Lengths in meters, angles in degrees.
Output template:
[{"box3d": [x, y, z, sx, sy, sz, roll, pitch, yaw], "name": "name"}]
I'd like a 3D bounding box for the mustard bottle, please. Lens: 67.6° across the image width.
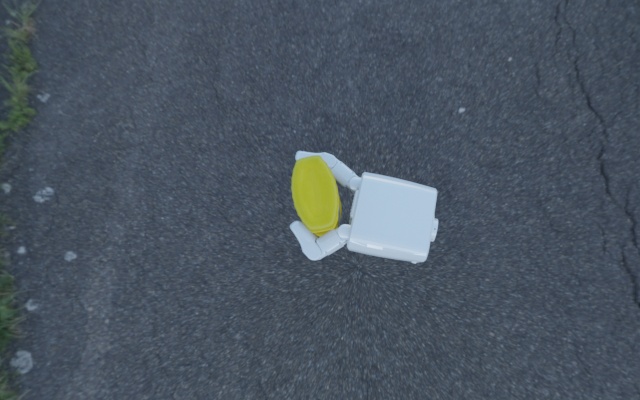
[{"box3d": [0.000, 0.002, 0.683, 0.058, 0.096, 0.191, -13, -9, 3], "name": "mustard bottle"}]
